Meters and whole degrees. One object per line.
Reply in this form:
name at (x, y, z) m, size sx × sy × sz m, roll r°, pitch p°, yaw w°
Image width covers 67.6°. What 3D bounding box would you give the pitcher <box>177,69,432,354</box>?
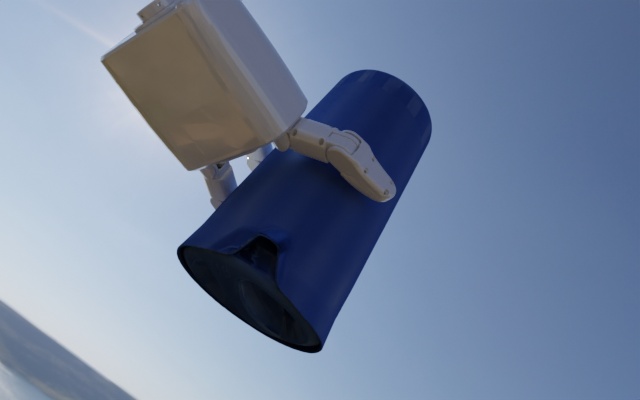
pitcher at (0.000, 0.001, 0.428) m, size 0.149 × 0.145 × 0.242 m, roll 2°, pitch 46°, yaw 46°
